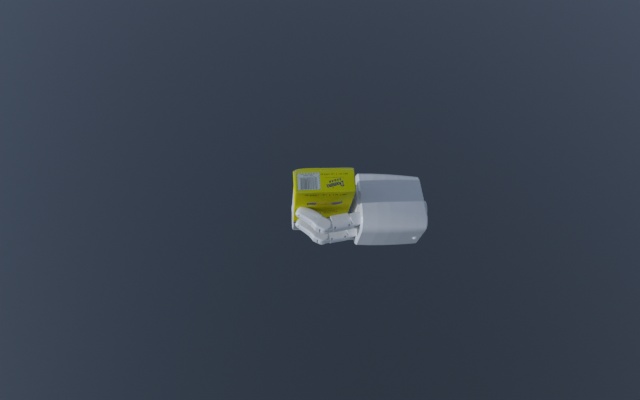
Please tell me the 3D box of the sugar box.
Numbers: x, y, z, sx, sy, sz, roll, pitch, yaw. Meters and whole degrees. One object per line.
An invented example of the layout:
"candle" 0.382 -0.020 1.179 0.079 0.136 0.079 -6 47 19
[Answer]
"sugar box" 0.000 0.003 0.783 0.093 0.048 0.176 -1 -24 -4
